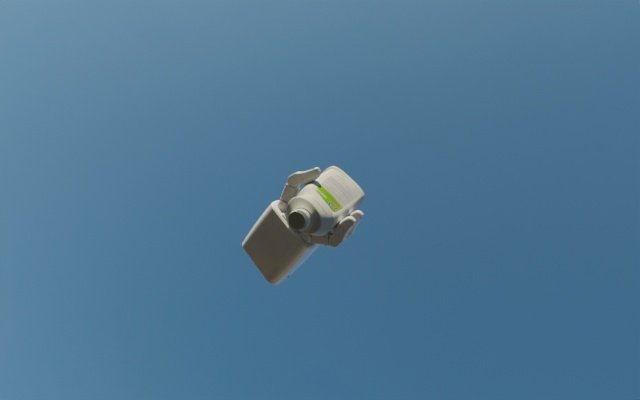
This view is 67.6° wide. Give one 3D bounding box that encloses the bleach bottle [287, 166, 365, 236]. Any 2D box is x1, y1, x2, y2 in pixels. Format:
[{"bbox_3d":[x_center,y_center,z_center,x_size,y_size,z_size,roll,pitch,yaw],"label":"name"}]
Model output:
[{"bbox_3d":[0.000,0.003,0.826,0.102,0.068,0.251,42,21,8],"label":"bleach bottle"}]
